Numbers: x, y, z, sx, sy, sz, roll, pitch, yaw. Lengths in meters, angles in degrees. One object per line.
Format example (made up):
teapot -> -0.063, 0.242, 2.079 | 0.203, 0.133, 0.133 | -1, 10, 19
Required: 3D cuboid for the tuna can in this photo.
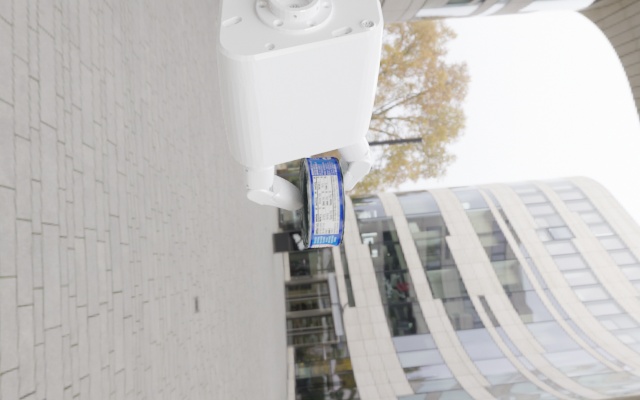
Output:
tuna can -> 0.001, 0.001, 0.448 | 0.034, 0.086, 0.086 | -2, 0, -8
